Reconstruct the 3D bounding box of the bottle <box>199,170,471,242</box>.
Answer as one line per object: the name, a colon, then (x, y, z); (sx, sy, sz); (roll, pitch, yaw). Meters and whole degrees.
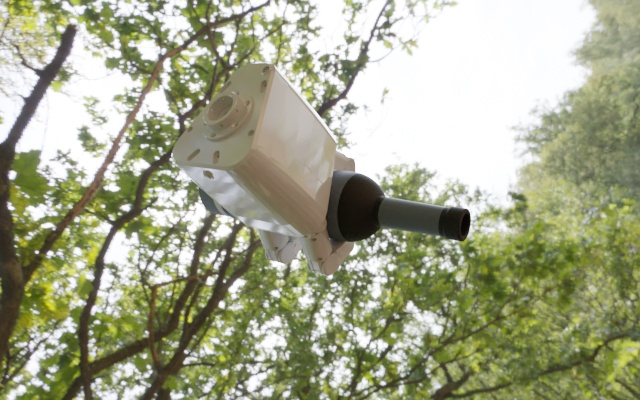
bottle: (0.000, 0.002, 0.472); (0.295, 0.069, 0.069); (9, 5, 37)
